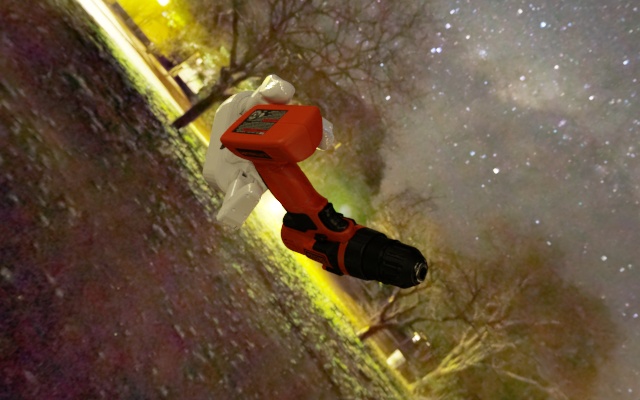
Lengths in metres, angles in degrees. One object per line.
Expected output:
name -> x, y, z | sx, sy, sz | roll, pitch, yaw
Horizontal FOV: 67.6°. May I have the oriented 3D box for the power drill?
power drill -> 0.000, 0.001, 0.450 | 0.184, 0.188, 0.057 | 12, 51, 44
